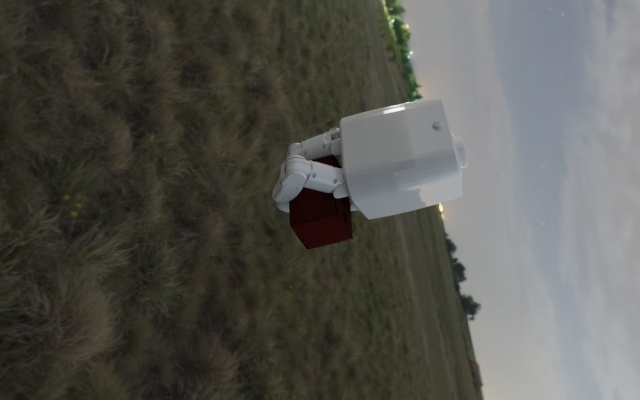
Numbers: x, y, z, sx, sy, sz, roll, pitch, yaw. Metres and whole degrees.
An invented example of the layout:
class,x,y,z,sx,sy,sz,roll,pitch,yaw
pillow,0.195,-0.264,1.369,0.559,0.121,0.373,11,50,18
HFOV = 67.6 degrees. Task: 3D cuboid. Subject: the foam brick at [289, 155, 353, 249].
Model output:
class,x,y,z,sx,sy,sz,roll,pitch,yaw
foam brick,0.000,0.002,0.499,0.051,0.078,0.053,-12,-34,14
